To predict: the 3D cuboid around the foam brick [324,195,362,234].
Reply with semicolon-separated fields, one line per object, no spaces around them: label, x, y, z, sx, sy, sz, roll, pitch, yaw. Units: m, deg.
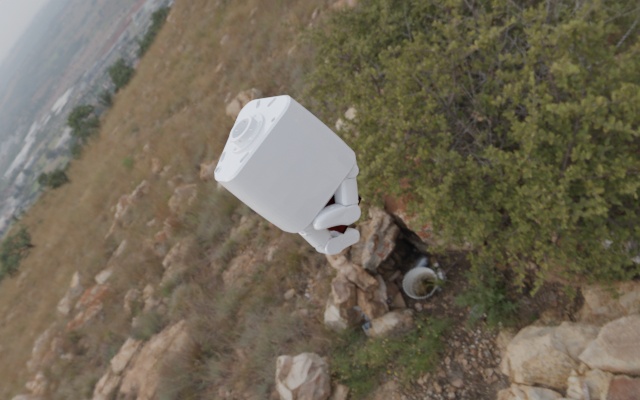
foam brick;0.000;0.002;0.584;0.051;0.053;0.078;39;-20;-35
